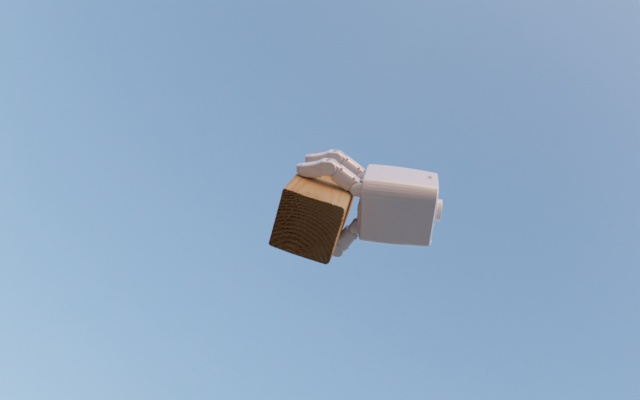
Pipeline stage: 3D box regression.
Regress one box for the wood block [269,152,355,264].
[{"bbox_3d":[0.000,0.003,0.733,0.090,0.091,0.206,18,22,6],"label":"wood block"}]
